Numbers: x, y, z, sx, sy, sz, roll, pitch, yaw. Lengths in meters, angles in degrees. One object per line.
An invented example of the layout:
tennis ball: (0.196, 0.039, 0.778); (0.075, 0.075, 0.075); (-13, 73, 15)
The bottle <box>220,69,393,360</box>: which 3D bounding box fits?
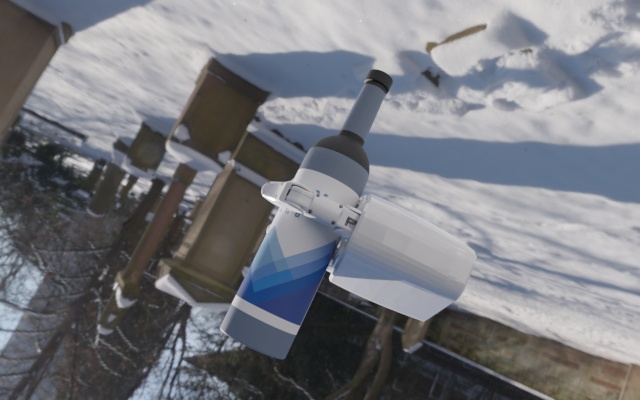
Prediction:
bottle: (0.000, 0.002, 0.467); (0.069, 0.295, 0.069); (25, -11, 5)
